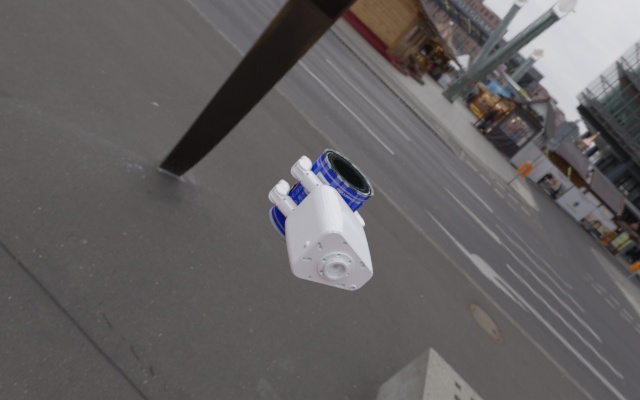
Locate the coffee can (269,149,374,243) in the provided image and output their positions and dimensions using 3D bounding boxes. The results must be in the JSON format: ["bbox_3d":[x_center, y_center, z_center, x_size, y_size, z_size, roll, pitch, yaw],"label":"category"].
[{"bbox_3d":[0.000,0.003,0.764,0.140,0.102,0.103,-46,-21,21],"label":"coffee can"}]
